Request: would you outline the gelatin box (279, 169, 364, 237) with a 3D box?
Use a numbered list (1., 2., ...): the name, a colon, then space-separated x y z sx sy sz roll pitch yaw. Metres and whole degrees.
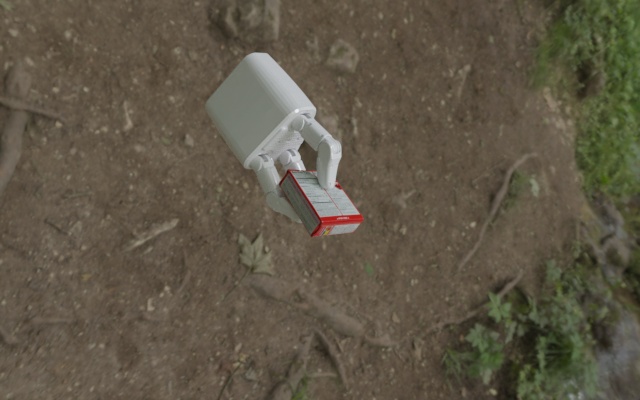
1. gelatin box: 0.000 0.002 0.589 0.073 0.089 0.030 -2 -43 -44
